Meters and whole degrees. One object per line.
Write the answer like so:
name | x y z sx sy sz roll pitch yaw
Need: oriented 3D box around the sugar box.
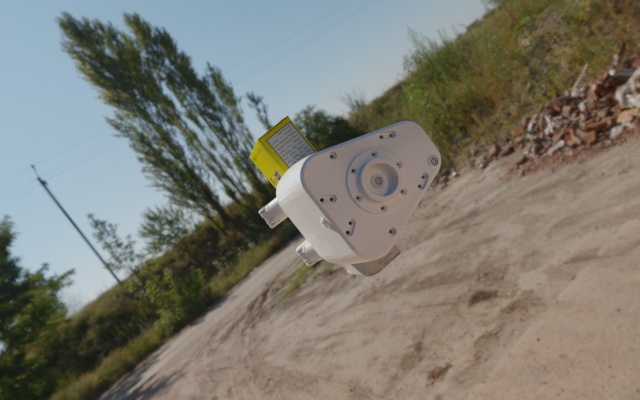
sugar box | 0.000 0.002 0.504 0.048 0.176 0.093 -39 3 -14
